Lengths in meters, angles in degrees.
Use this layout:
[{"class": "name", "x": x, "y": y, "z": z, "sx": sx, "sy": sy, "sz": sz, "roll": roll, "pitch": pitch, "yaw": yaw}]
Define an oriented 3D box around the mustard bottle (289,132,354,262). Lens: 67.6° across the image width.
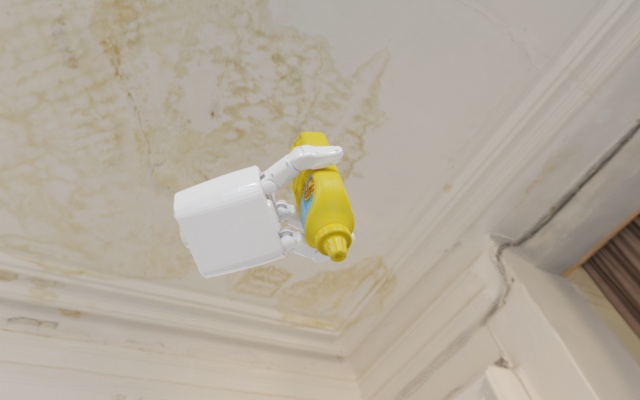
[{"class": "mustard bottle", "x": 0.000, "y": 0.002, "z": 0.584, "sx": 0.058, "sy": 0.096, "sz": 0.191, "roll": 2, "pitch": 37, "yaw": -15}]
